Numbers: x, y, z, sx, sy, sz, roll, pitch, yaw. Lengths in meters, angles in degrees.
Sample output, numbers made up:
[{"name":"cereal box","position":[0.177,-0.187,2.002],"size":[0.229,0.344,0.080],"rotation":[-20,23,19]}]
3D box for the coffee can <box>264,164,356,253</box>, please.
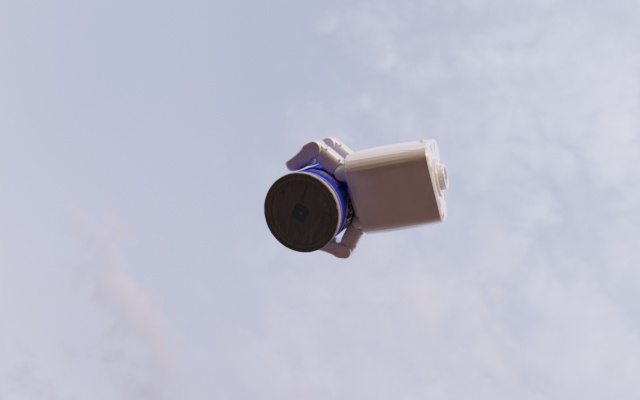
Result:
[{"name":"coffee can","position":[0.000,0.002,0.654],"size":[0.103,0.103,0.140],"rotation":[0,11,22]}]
